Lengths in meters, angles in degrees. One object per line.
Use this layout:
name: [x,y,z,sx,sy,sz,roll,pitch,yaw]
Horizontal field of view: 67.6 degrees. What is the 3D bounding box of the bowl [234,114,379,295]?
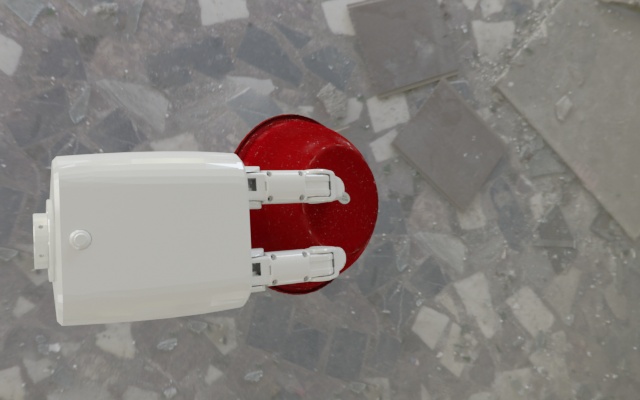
bowl: [0.001,0.001,0.411,0.162,0.162,0.055,0,-4,-44]
